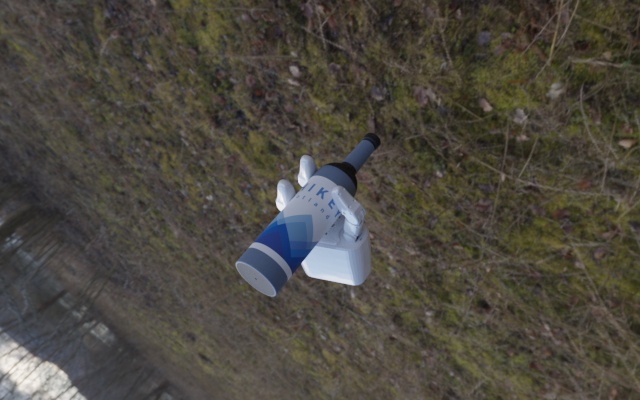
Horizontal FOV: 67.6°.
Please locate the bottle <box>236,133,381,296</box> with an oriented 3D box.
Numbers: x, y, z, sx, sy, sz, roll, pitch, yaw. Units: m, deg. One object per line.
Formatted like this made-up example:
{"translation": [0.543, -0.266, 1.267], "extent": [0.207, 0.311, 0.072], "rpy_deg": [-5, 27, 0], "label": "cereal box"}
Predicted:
{"translation": [0.000, 0.002, 0.679], "extent": [0.069, 0.069, 0.295], "rpy_deg": [0, 42, 50], "label": "bottle"}
